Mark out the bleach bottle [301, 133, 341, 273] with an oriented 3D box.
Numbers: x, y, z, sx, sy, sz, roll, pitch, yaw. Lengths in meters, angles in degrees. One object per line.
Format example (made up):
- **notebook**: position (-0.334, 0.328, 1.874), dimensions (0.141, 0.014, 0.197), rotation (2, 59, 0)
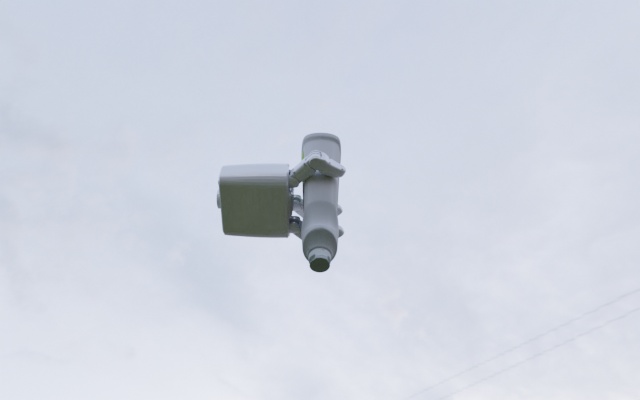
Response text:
- **bleach bottle**: position (0.000, 0.002, 0.734), dimensions (0.068, 0.103, 0.250), rotation (1, 39, 0)
